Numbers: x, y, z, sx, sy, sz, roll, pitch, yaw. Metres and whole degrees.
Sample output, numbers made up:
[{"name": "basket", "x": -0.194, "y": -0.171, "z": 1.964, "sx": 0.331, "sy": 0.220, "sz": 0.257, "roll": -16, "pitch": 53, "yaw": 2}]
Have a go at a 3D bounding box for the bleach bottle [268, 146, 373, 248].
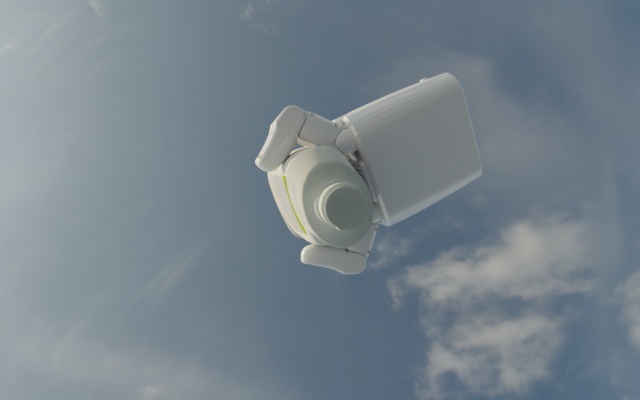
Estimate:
[{"name": "bleach bottle", "x": 0.000, "y": 0.001, "z": 0.430, "sx": 0.068, "sy": 0.102, "sz": 0.251, "roll": -26, "pitch": 9, "yaw": -6}]
